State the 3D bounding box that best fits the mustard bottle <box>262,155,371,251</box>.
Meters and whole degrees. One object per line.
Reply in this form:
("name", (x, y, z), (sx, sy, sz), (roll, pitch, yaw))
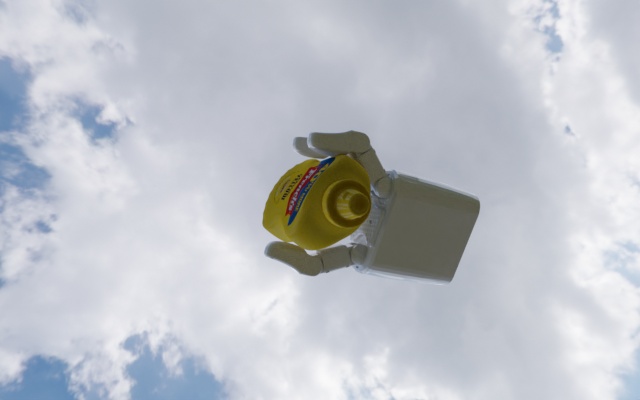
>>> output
("mustard bottle", (0.000, 0.001, 0.464), (0.058, 0.096, 0.191), (39, -11, -16))
